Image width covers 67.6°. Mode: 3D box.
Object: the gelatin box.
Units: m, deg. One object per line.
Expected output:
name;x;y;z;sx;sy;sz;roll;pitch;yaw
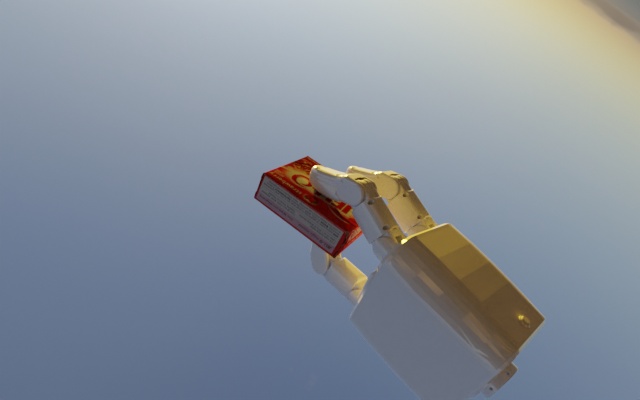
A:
gelatin box;0.000;0.002;0.412;0.089;0.030;0.073;35;30;15
